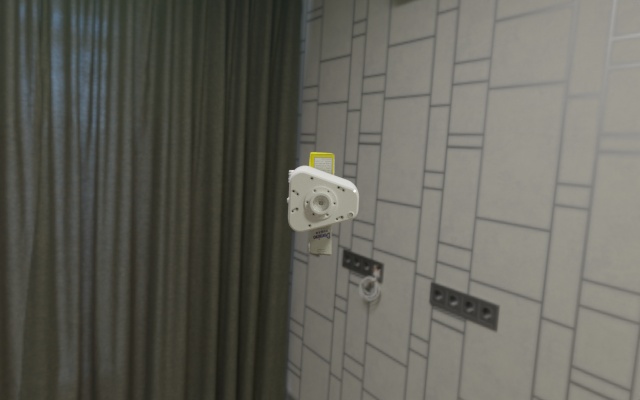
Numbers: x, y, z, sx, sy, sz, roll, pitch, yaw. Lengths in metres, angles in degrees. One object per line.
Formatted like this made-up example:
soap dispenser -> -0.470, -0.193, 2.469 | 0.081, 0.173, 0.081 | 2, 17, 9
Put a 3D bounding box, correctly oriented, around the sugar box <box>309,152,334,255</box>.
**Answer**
sugar box -> 0.000, 0.003, 0.859 | 0.048, 0.176, 0.093 | 3, 6, -1
